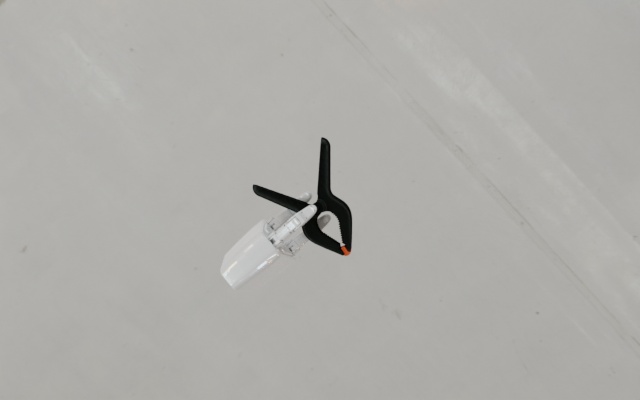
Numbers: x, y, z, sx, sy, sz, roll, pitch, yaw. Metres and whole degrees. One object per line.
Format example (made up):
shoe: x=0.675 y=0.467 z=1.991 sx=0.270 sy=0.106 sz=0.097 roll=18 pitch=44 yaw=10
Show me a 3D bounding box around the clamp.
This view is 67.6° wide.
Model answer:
clamp: x=0.000 y=0.003 z=0.859 sx=0.164 sy=0.210 sz=0.036 roll=-41 pitch=-3 yaw=9
